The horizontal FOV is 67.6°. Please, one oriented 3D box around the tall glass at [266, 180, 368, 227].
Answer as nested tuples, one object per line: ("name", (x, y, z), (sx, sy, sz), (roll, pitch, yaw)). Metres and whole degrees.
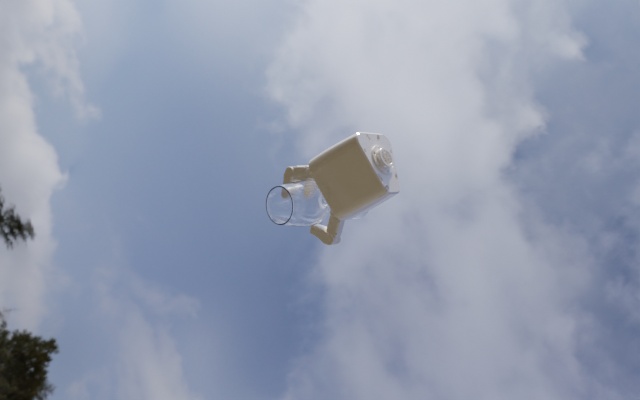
("tall glass", (0.000, 0.003, 0.822), (0.079, 0.079, 0.201), (0, 3, 41))
